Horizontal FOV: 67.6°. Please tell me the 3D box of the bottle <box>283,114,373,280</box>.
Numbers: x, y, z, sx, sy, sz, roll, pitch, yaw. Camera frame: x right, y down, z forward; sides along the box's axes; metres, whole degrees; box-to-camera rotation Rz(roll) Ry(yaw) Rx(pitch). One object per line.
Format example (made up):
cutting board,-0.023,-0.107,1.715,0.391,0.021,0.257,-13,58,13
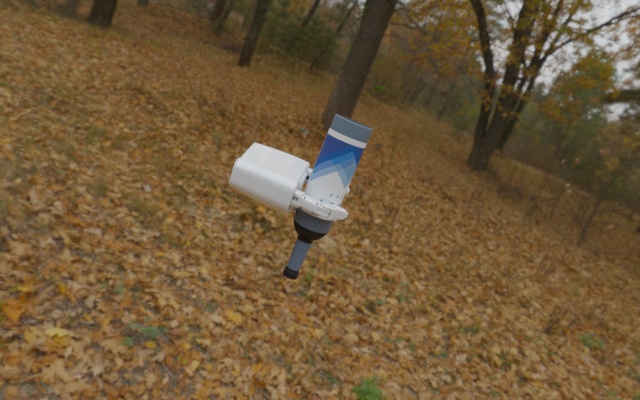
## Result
bottle,0.000,0.002,0.816,0.069,0.296,0.069,21,14,-5
